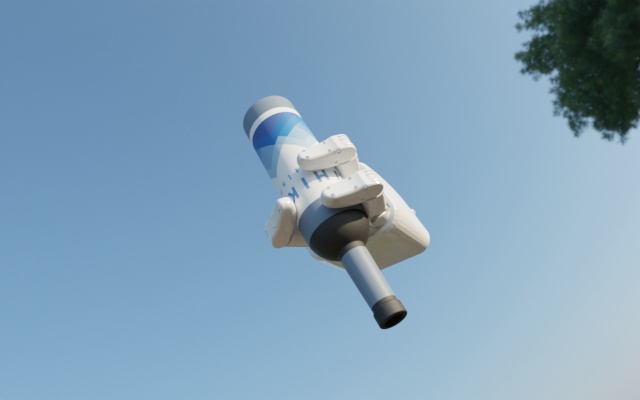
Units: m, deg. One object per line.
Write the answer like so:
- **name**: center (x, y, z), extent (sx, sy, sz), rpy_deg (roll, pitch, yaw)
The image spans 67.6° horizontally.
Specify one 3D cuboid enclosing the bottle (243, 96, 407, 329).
- **bottle**: center (0.000, 0.001, 0.494), extent (0.069, 0.069, 0.295), rpy_deg (0, 43, -36)
